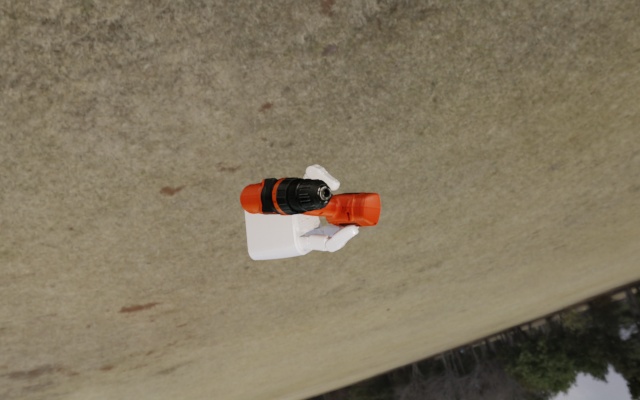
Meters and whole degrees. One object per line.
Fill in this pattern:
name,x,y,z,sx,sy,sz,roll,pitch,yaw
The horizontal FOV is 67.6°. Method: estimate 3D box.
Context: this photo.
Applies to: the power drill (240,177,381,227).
power drill,0.000,0.002,0.707,0.188,0.057,0.184,11,-7,-39
